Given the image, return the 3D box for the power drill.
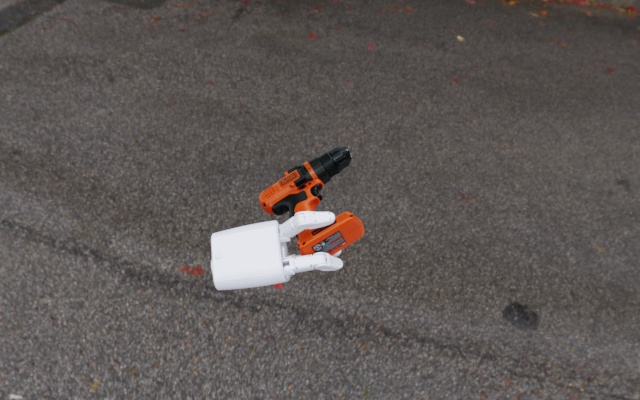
[{"bbox_3d":[0.000,0.003,0.800,0.184,0.057,0.187,-33,43,2],"label":"power drill"}]
